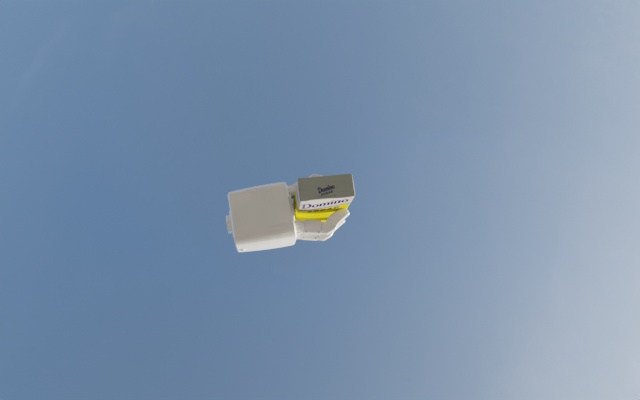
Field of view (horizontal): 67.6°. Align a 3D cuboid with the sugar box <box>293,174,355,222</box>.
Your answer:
[{"bbox_3d":[0.000,0.003,0.852,0.093,0.048,0.176,-6,-13,-8],"label":"sugar box"}]
